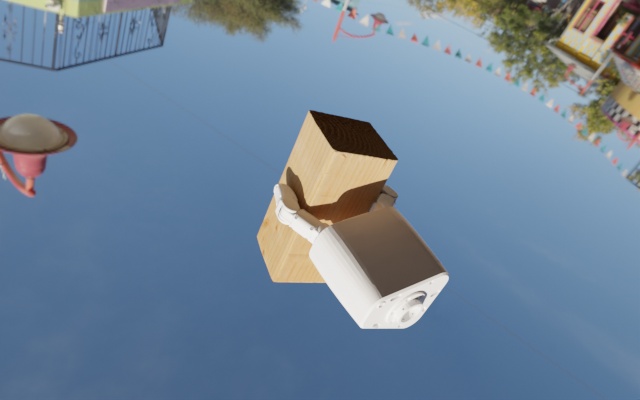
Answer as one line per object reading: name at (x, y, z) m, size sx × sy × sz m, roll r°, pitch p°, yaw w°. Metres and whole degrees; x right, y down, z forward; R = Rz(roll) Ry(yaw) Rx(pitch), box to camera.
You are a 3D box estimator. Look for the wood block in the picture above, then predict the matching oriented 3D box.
wood block at (0.000, 0.002, 0.608) m, size 0.091 × 0.206 × 0.090 m, roll 6°, pitch 37°, yaw -29°
